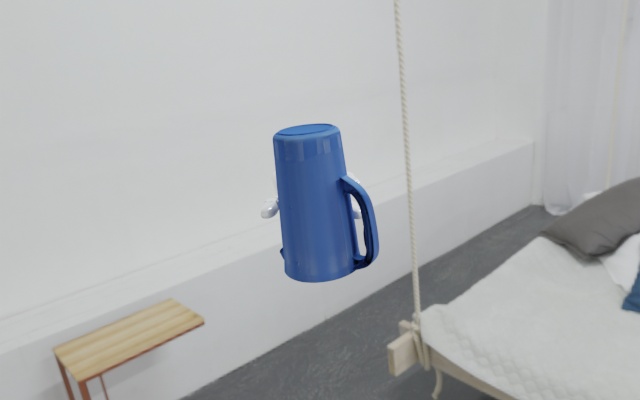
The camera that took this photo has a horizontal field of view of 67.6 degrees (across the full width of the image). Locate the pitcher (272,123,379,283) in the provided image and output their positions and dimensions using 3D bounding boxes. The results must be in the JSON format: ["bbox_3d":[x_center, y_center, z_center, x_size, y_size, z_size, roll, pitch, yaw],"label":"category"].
[{"bbox_3d":[0.000,0.003,0.779,0.149,0.243,0.145,-10,18,-10],"label":"pitcher"}]
